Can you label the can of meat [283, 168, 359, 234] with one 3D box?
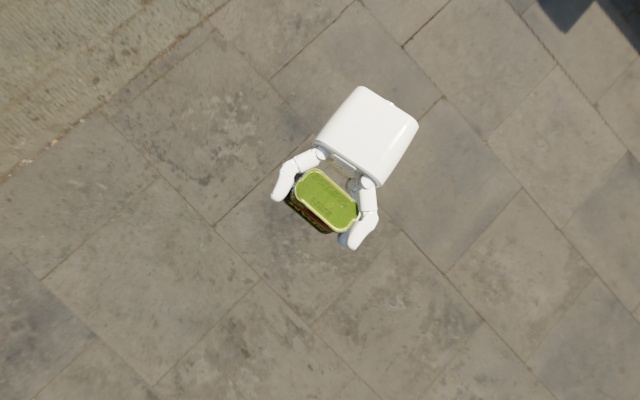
[{"bbox_3d":[0.000,0.002,0.682,0.102,0.057,0.084,41,-12,-9],"label":"can of meat"}]
